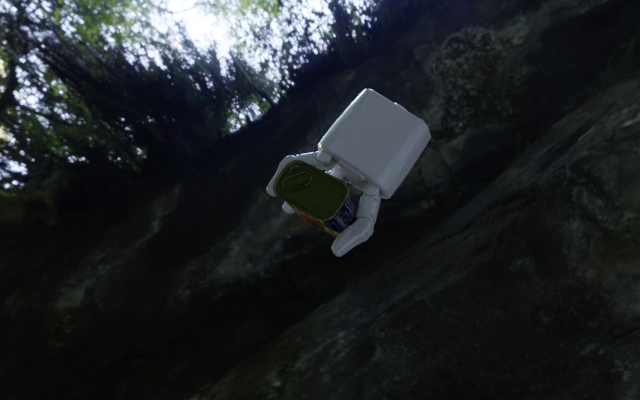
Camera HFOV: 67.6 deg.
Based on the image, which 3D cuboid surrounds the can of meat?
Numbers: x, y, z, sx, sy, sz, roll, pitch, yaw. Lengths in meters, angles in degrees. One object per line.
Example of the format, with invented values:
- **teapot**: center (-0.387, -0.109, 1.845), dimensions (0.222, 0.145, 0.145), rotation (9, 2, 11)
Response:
- **can of meat**: center (0.000, 0.002, 0.625), dimensions (0.102, 0.057, 0.084), rotation (28, -11, 30)
